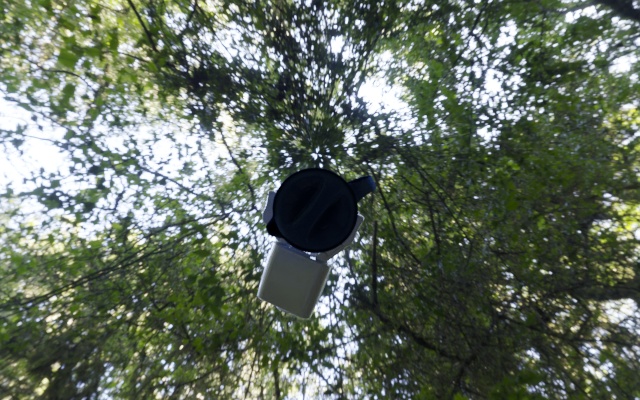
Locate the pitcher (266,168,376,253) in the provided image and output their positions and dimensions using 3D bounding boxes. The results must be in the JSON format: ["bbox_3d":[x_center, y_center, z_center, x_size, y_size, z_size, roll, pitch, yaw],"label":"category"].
[{"bbox_3d":[0.000,0.003,0.849,0.149,0.145,0.243,19,5,-2],"label":"pitcher"}]
